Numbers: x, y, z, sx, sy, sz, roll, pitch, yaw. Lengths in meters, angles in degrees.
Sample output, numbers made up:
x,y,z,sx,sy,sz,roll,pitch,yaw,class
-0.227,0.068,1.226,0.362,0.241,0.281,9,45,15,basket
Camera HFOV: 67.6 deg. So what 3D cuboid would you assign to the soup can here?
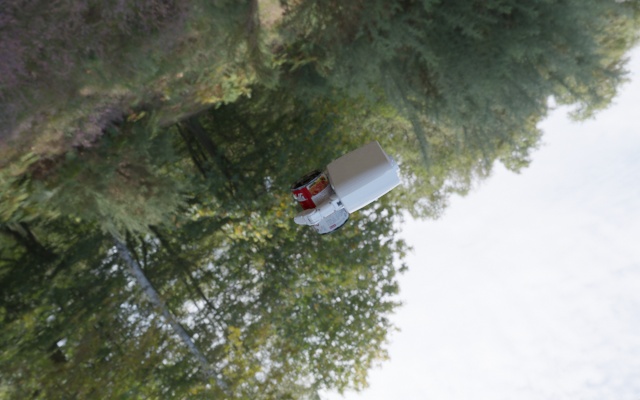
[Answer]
x,y,z,sx,sy,sz,roll,pitch,yaw,class
0.000,0.003,0.869,0.068,0.102,0.068,-29,16,9,soup can
